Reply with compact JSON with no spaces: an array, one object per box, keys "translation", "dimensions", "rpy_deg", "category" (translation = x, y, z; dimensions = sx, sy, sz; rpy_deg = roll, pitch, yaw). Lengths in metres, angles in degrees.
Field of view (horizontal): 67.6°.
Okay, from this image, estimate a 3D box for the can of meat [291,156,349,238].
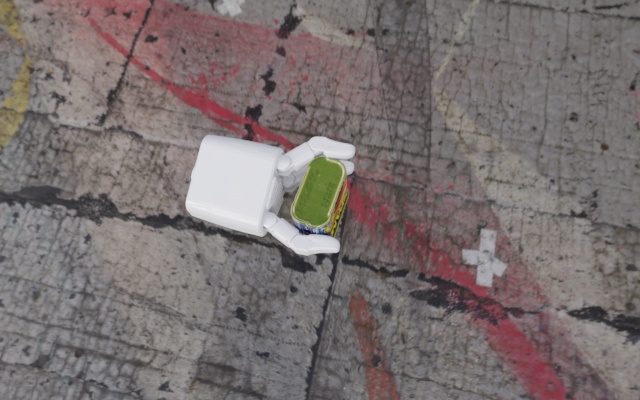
[{"translation":[0.000,0.002,0.637],"dimensions":[0.057,0.102,0.084],"rpy_deg":[17,-20,10],"category":"can of meat"}]
